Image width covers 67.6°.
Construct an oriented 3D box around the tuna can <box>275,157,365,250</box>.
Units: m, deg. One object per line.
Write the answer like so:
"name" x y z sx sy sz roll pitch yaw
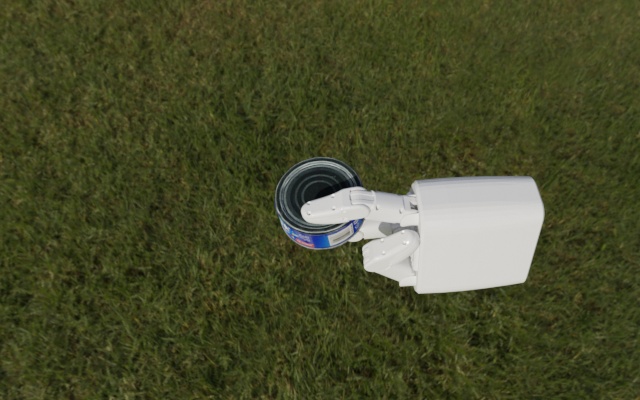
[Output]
"tuna can" 0.000 0.001 0.456 0.086 0.086 0.034 0 -30 8
